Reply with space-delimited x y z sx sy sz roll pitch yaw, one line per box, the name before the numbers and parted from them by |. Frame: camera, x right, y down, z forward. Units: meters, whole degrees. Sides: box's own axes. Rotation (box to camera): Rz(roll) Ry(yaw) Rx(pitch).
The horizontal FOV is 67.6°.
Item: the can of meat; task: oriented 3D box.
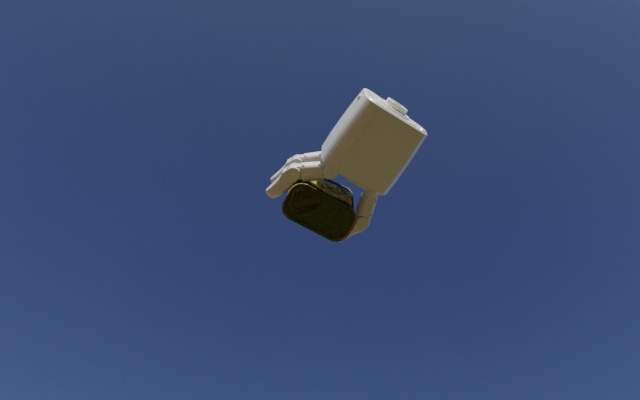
can of meat | 0.000 0.002 0.686 0.102 0.057 0.084 27 20 -9
